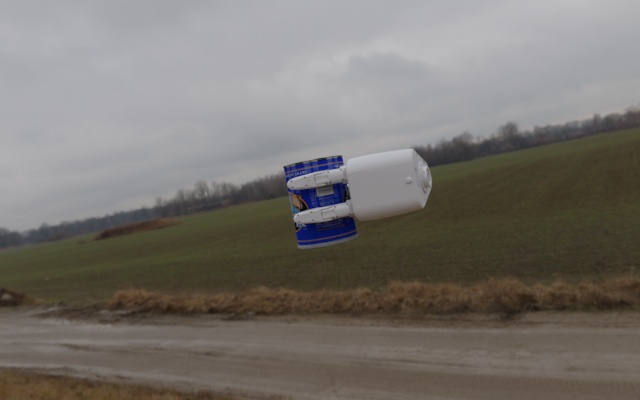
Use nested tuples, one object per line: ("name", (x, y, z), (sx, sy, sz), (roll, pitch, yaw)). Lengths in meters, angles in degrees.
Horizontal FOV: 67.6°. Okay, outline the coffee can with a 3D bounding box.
("coffee can", (0.000, 0.003, 0.802), (0.103, 0.140, 0.103), (-11, 2, 0))
